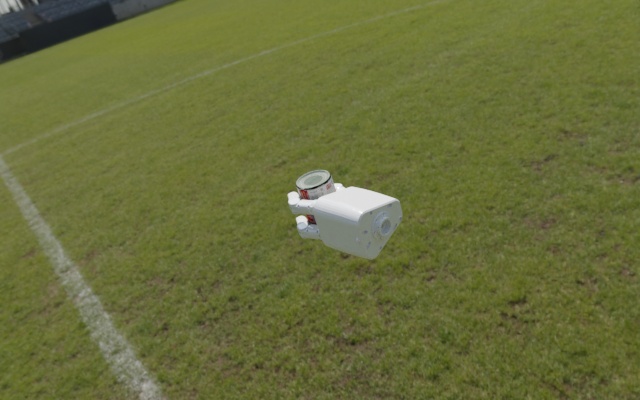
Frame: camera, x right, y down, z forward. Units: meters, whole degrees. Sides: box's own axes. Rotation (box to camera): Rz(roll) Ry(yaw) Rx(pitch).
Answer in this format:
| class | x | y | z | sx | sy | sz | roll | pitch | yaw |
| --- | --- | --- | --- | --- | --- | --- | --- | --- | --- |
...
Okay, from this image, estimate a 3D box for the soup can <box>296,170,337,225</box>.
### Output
| class | x | y | z | sx | sy | sz | roll | pitch | yaw |
| --- | --- | --- | --- | --- | --- | --- | --- | --- | --- |
| soup can | 0.000 | 0.003 | 0.892 | 0.068 | 0.102 | 0.068 | -14 | 29 | 8 |
